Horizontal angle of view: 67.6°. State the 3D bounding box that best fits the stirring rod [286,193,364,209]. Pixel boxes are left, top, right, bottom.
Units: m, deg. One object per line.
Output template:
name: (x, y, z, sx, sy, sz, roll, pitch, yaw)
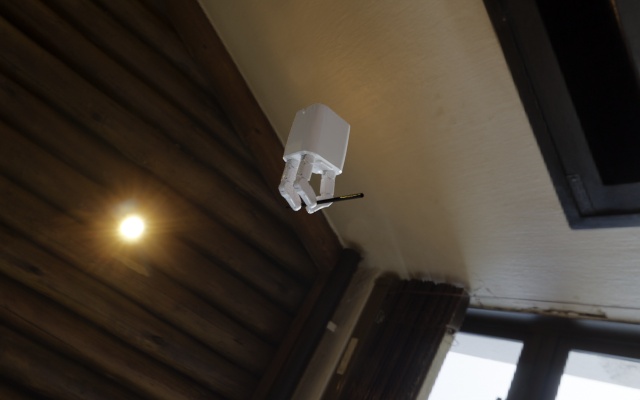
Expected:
stirring rod: (0.000, 0.003, 0.881, 0.011, 0.011, 0.239, 0, -5, -35)
